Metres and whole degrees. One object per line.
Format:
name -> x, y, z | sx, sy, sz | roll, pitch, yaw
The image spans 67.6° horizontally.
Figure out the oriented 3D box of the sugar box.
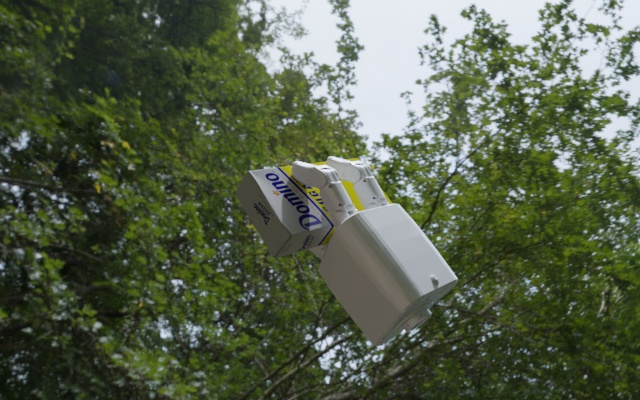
sugar box -> 0.001, 0.002, 0.555 | 0.176, 0.093, 0.048 | -10, -34, -45
